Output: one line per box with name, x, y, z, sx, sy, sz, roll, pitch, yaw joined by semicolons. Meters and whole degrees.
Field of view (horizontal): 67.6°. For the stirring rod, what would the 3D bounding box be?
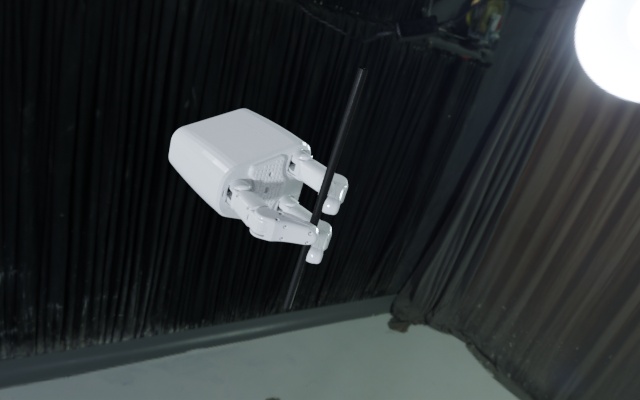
stirring rod;0.000;0.001;0.422;0.011;0.240;0.011;15;25;-7
